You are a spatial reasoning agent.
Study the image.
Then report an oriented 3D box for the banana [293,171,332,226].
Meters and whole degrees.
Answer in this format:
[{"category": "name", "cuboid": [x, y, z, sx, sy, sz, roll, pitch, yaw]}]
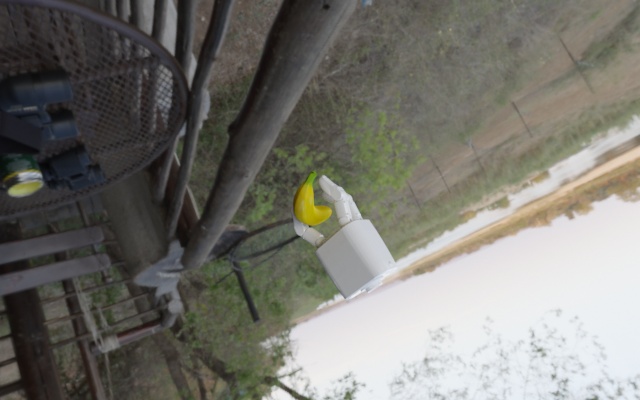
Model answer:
[{"category": "banana", "cuboid": [-0.015, 0.014, 0.863, 0.069, 0.037, 0.198, -40, -19, -6]}]
